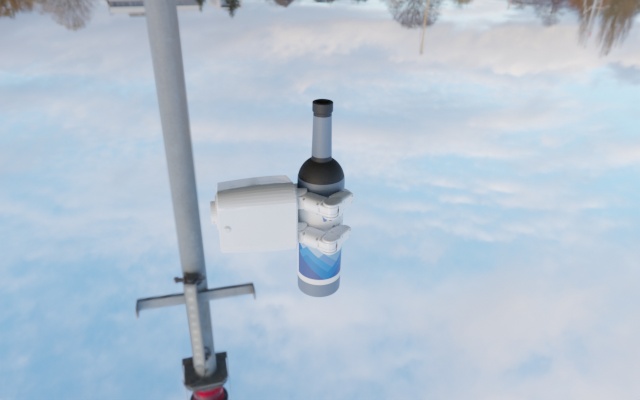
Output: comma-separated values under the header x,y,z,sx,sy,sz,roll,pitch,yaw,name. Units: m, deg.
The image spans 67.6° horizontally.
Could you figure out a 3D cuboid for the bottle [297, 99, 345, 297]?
x,y,z,sx,sy,sz,roll,pitch,yaw,name
0.000,0.002,0.683,0.069,0.296,0.069,1,29,-1,bottle
